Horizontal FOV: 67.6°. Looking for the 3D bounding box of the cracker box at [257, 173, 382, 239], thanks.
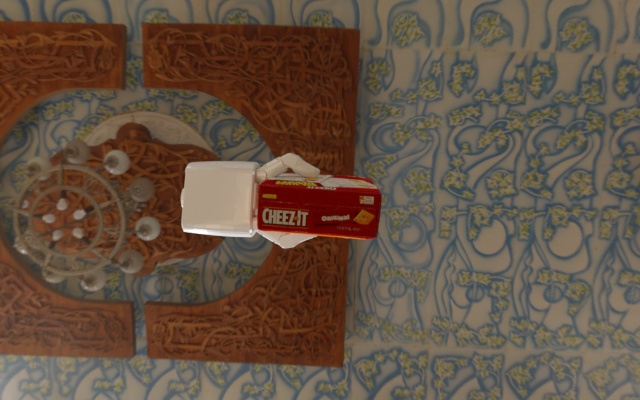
[{"bbox_3d":[0.000,0.002,0.730,0.164,0.072,0.213,3,8,1],"label":"cracker box"}]
